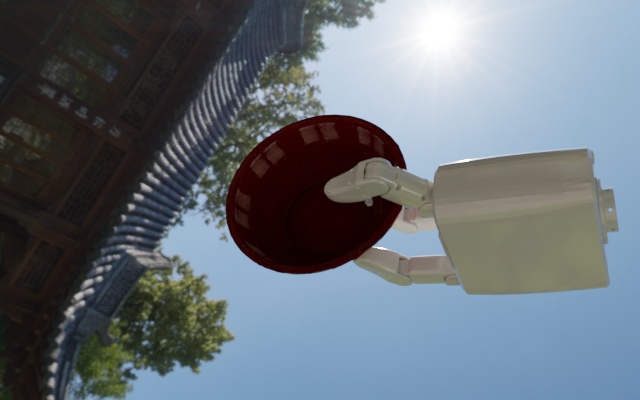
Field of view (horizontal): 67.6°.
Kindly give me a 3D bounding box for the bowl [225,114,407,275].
[{"bbox_3d":[-0.001,0.001,0.427,0.162,0.162,0.055,0,-32,19],"label":"bowl"}]
